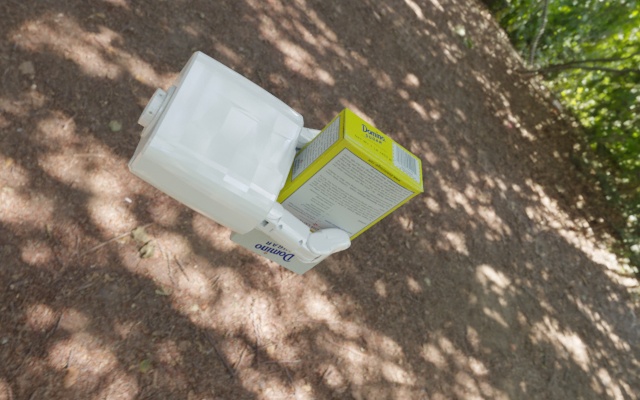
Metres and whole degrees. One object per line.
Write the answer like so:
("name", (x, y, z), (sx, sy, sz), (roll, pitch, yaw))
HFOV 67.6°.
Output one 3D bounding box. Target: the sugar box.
("sugar box", (0.000, 0.001, 0.449), (0.093, 0.048, 0.176), (31, -46, -26))
